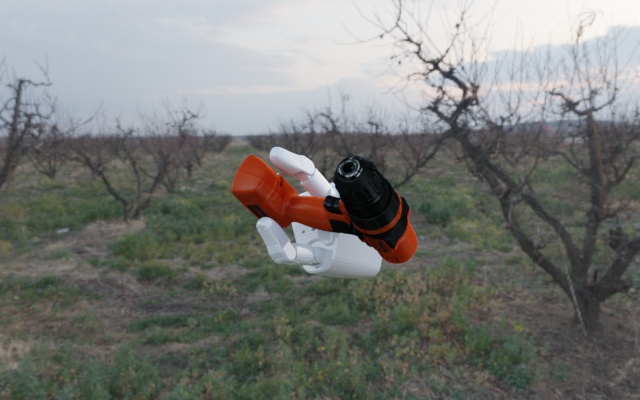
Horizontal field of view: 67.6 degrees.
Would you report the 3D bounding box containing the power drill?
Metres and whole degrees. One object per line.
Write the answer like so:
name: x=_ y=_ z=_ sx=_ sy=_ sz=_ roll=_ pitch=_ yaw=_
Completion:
power drill: x=0.000 y=0.002 z=0.505 sx=0.187 sy=0.057 sz=0.184 roll=14 pitch=-22 yaw=30
